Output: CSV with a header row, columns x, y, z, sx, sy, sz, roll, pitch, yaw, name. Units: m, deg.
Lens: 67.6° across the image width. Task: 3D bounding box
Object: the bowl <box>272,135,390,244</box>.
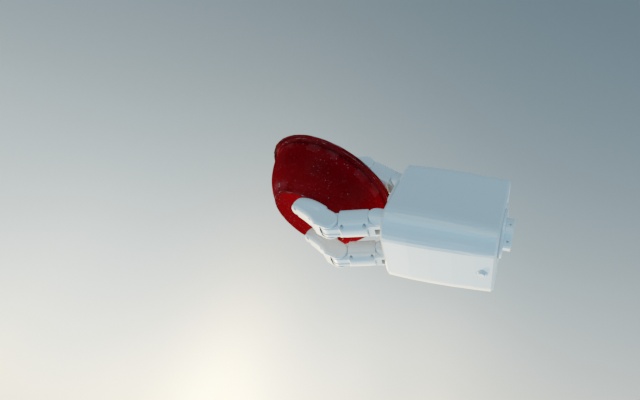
x,y,z,sx,sy,sz,roll,pitch,yaw,name
-0.001,0.002,0.551,0.162,0.055,0.162,27,-28,16,bowl
